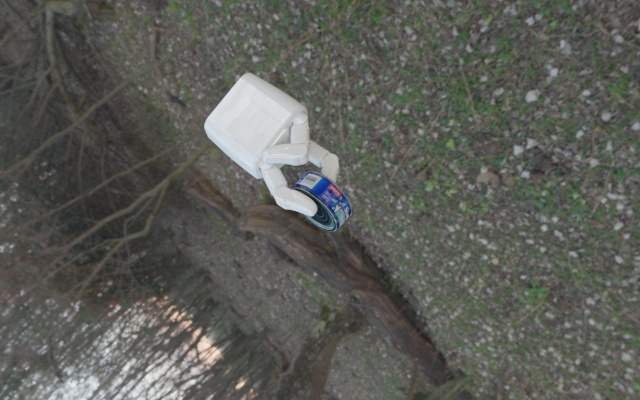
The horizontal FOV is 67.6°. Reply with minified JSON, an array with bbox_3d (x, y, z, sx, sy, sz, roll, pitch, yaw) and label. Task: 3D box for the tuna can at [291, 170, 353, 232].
[{"bbox_3d":[0.000,0.003,0.650,0.033,0.086,0.086,-47,22,-22],"label":"tuna can"}]
